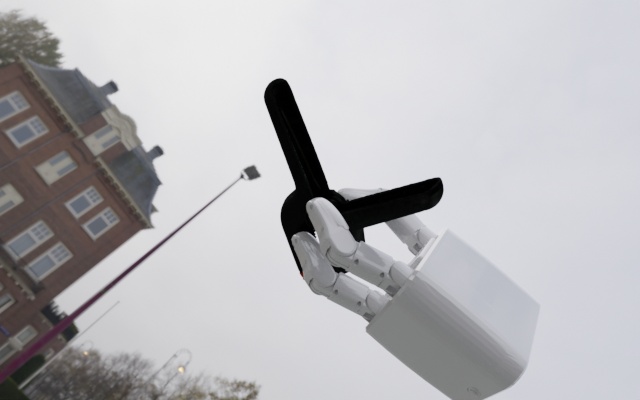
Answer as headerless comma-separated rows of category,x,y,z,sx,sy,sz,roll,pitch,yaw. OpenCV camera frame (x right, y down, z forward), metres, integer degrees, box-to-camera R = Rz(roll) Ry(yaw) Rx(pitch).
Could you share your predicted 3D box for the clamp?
clamp,0.001,0.001,0.432,0.036,0.164,0.210,-40,-15,-36
